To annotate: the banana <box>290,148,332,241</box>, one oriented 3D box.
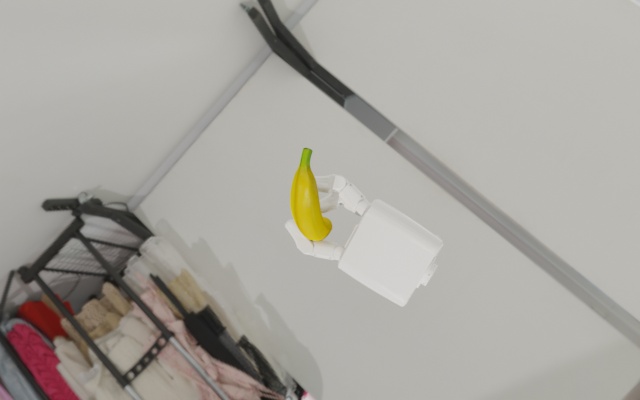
[{"bbox_3d":[-0.009,0.015,0.641,0.037,0.069,0.198,22,-25,19],"label":"banana"}]
